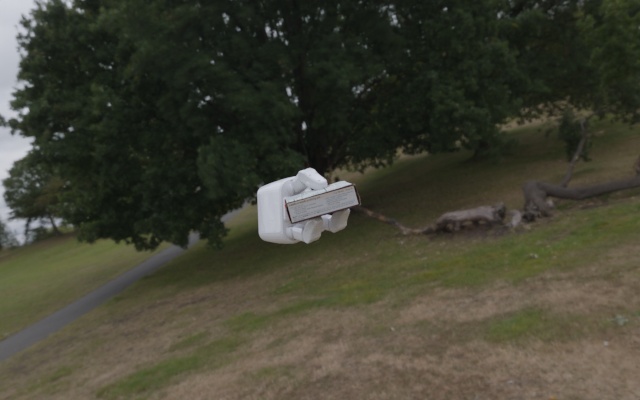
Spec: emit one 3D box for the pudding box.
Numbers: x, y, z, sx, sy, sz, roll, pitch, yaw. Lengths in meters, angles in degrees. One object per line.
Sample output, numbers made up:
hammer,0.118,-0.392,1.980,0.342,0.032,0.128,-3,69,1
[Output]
pudding box,0.000,0.002,0.757,0.113,0.039,0.090,-17,7,-3
